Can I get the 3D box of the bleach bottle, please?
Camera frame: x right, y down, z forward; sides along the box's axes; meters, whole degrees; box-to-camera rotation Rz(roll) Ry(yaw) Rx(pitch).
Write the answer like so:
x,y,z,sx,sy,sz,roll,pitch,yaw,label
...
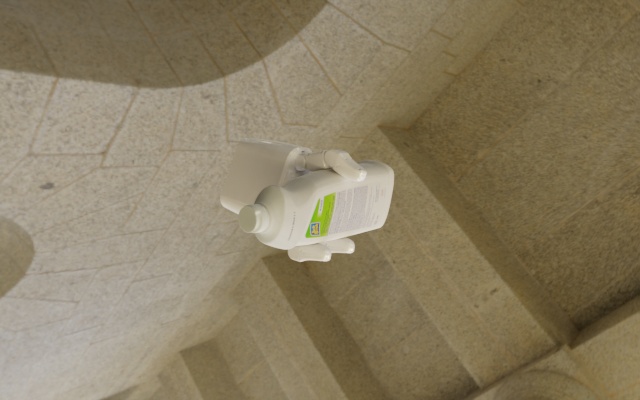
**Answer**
x,y,z,sx,sy,sz,roll,pitch,yaw,label
0.000,0.002,0.602,0.068,0.102,0.251,16,14,36,bleach bottle
